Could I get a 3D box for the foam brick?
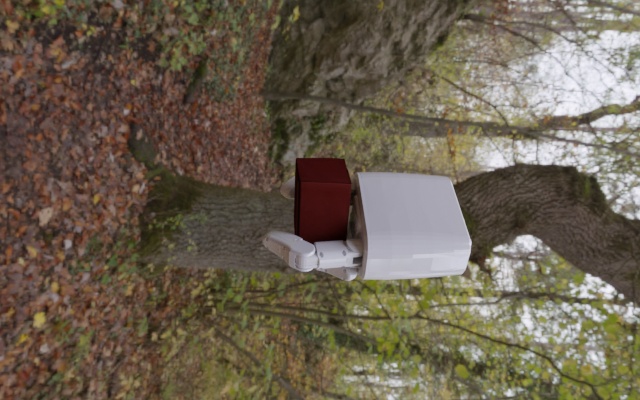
[{"bbox_3d":[0.000,0.001,0.480,0.051,0.078,0.053,0,32,-5],"label":"foam brick"}]
